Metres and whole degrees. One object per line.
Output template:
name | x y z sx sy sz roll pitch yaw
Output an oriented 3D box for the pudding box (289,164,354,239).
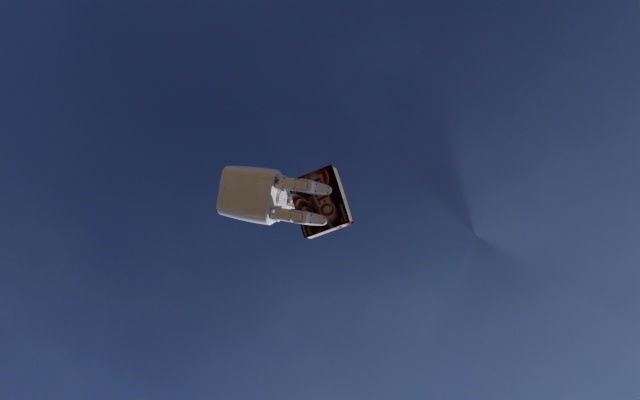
pudding box | 0.000 0.003 0.860 0.090 0.113 0.039 -21 -10 16
